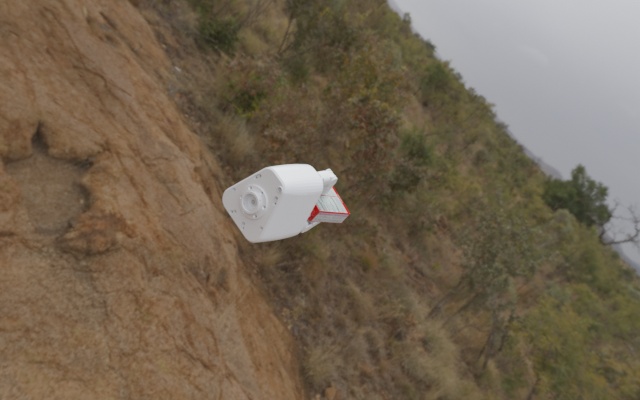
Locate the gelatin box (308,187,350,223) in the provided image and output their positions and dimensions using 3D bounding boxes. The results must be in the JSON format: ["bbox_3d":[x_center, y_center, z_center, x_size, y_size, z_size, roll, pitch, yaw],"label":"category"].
[{"bbox_3d":[0.001,0.002,0.831,0.089,0.073,0.030,5,-44,-49],"label":"gelatin box"}]
